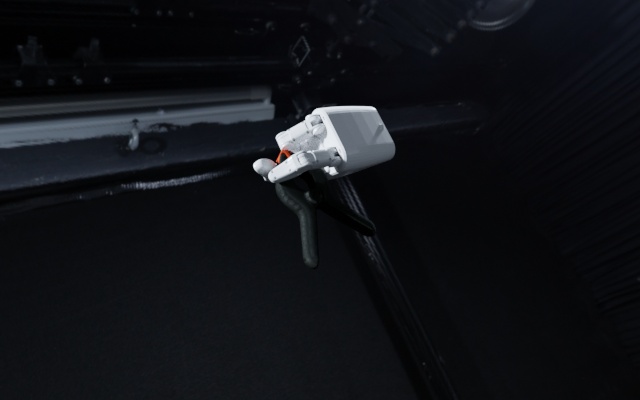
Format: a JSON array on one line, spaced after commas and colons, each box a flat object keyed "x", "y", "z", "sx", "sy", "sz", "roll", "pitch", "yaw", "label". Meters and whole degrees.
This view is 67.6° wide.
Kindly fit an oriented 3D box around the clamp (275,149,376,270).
[{"x": 0.000, "y": 0.002, "z": 0.659, "sx": 0.120, "sy": 0.171, "sz": 0.039, "roll": -13, "pitch": -20, "yaw": -37, "label": "clamp"}]
